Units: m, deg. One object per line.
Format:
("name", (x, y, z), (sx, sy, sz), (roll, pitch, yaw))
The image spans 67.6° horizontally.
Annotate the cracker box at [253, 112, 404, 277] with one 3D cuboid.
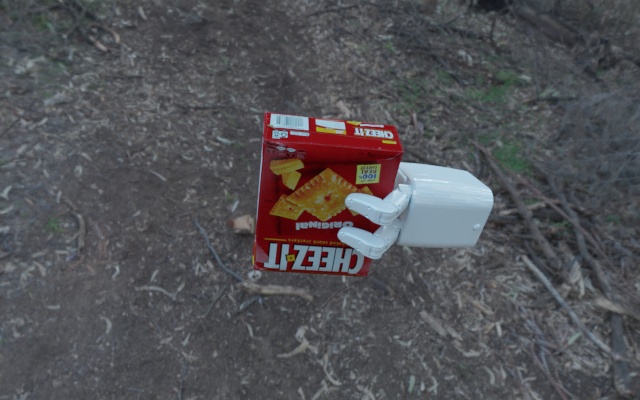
("cracker box", (0.000, 0.002, 0.620), (0.164, 0.214, 0.072), (5, 37, -7))
